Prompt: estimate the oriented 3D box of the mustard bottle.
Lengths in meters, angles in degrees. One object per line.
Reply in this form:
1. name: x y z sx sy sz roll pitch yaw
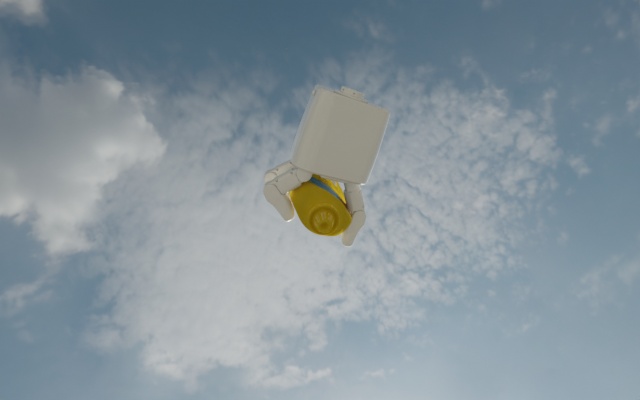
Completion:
1. mustard bottle: 0.000 0.002 0.676 0.096 0.058 0.191 42 10 -15
